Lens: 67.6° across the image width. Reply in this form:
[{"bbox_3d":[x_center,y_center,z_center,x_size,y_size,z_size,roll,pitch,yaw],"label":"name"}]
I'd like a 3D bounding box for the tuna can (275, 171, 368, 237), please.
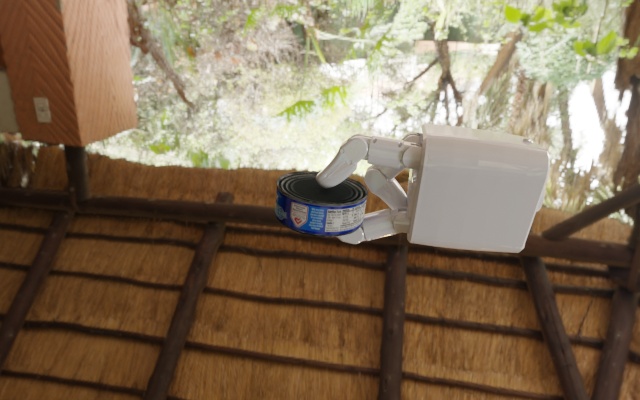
[{"bbox_3d":[0.000,0.002,0.450,0.086,0.034,0.086,6,22,-2],"label":"tuna can"}]
